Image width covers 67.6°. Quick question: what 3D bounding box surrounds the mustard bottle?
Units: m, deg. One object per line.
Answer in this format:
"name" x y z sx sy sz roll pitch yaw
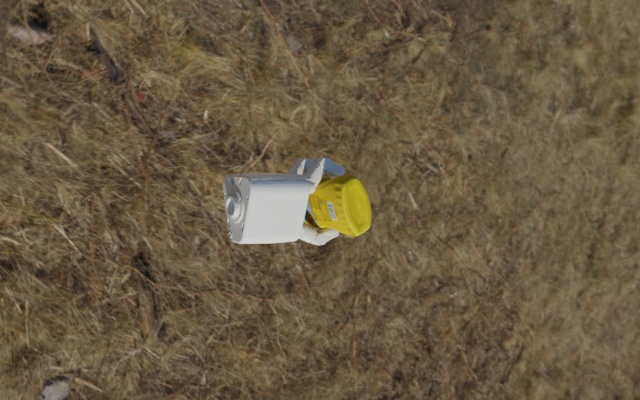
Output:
"mustard bottle" 0.001 0.003 0.821 0.058 0.096 0.191 -30 22 -32
